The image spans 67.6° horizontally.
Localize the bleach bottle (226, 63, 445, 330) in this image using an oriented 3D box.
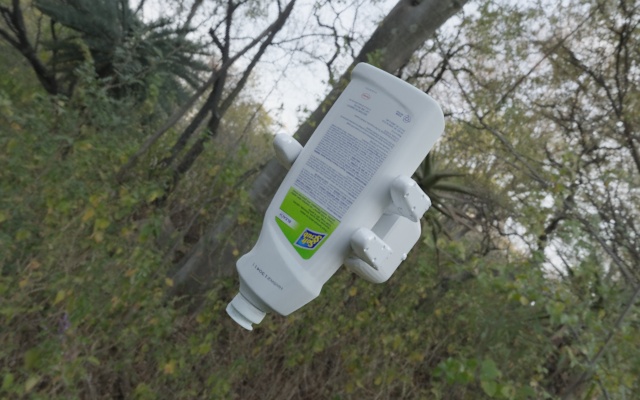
[{"bbox_3d":[0.000,0.001,0.430,0.102,0.251,0.068,36,-6,27],"label":"bleach bottle"}]
